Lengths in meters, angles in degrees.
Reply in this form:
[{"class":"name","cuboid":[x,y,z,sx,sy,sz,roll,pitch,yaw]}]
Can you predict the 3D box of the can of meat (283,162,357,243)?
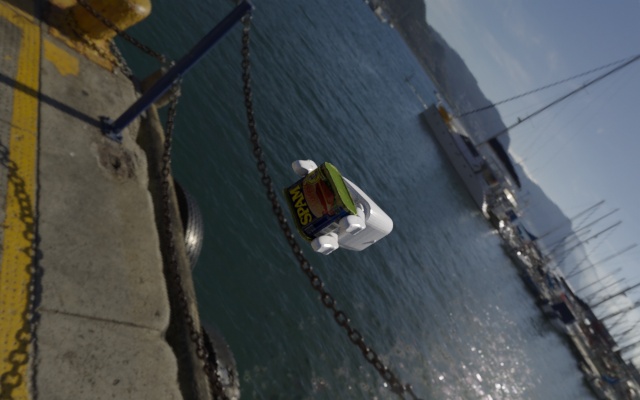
[{"class":"can of meat","cuboid":[0.000,0.002,0.737,0.084,0.102,0.057,-34,-33,18]}]
